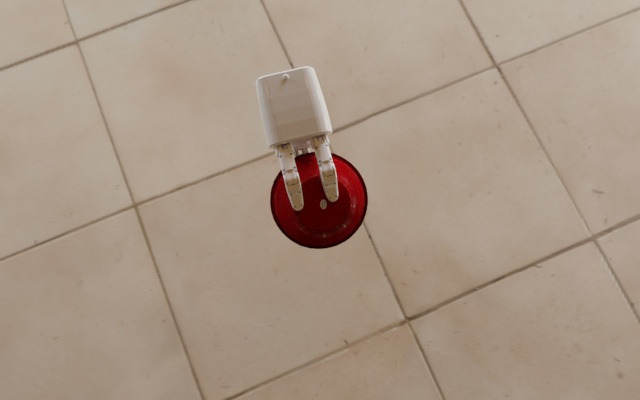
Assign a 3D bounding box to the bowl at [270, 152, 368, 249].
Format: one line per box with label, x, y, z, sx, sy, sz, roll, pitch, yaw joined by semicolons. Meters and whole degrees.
bowl;0.001;0.004;0.759;0.162;0.162;0.055;0;5;-5
